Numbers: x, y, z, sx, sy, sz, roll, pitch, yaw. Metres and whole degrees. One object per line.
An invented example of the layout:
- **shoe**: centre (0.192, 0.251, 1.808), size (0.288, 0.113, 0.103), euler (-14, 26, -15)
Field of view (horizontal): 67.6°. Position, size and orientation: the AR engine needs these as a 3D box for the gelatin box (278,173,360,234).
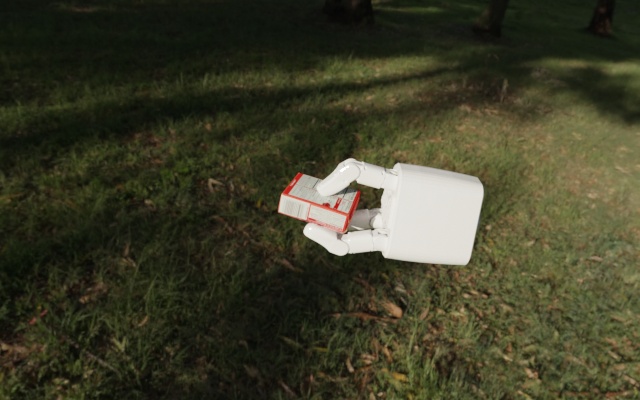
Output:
- **gelatin box**: centre (0.000, 0.001, 0.604), size (0.089, 0.030, 0.073), euler (18, 28, 7)
